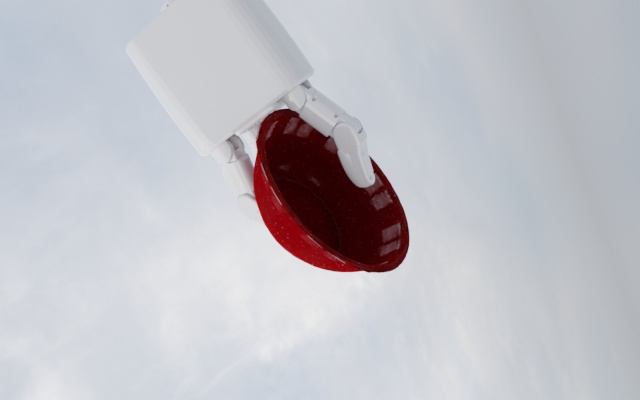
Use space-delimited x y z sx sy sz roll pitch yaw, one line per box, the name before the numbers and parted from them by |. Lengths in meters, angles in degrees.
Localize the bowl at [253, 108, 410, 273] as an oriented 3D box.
bowl | 0.001 0.003 0.403 0.162 0.162 0.055 0 -35 -50
